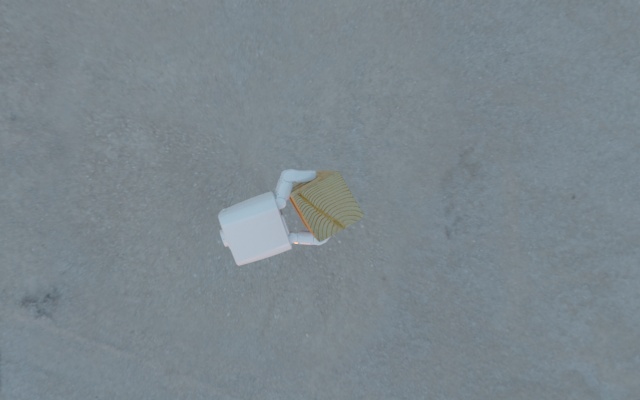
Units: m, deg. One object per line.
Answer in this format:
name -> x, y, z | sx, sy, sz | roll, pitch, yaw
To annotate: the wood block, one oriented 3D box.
wood block -> 0.000, 0.003, 0.882 | 0.090, 0.091, 0.206 | -30, 8, -5
